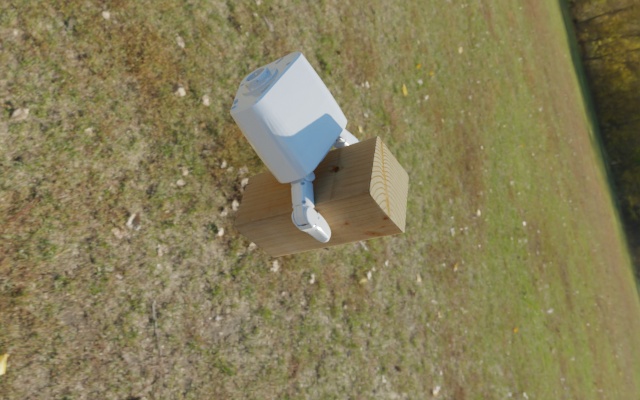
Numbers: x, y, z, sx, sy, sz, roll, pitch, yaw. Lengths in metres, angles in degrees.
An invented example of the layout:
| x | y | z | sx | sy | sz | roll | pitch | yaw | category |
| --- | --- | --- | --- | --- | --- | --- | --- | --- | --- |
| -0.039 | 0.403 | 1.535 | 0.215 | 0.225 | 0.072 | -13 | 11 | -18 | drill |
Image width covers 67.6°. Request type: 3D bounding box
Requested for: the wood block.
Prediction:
| x | y | z | sx | sy | sz | roll | pitch | yaw | category |
| --- | --- | --- | --- | --- | --- | --- | --- | --- | --- |
| 0.000 | 0.002 | 0.626 | 0.206 | 0.090 | 0.090 | -14 | -42 | 33 | wood block |
